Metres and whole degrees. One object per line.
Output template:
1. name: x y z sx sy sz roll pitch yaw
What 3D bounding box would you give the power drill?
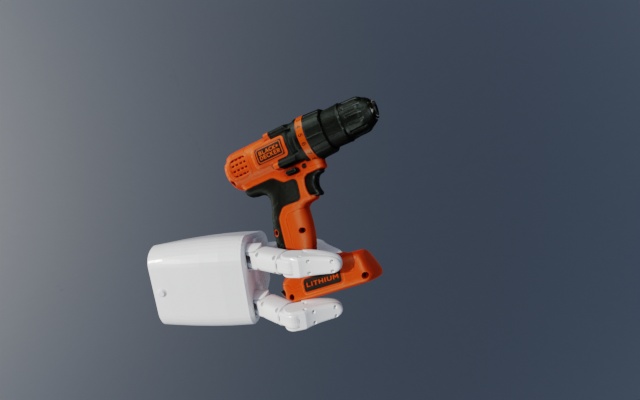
1. power drill: 0.000 0.002 0.508 0.184 0.187 0.057 -22 -9 23
